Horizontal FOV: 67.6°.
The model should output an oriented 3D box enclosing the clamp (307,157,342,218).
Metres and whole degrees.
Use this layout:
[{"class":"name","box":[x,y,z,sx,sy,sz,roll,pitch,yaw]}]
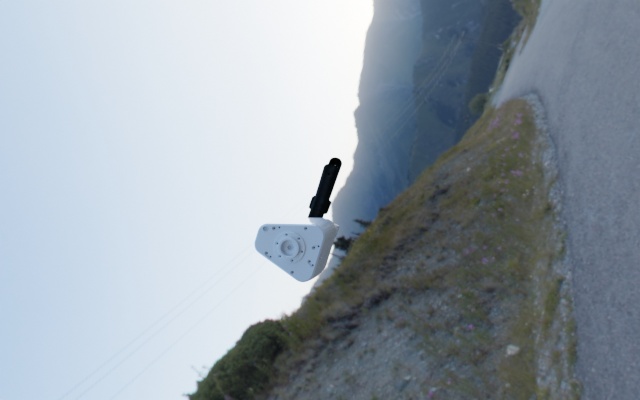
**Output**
[{"class":"clamp","box":[0.000,0.003,0.848,0.039,0.171,0.120,18,4,9]}]
